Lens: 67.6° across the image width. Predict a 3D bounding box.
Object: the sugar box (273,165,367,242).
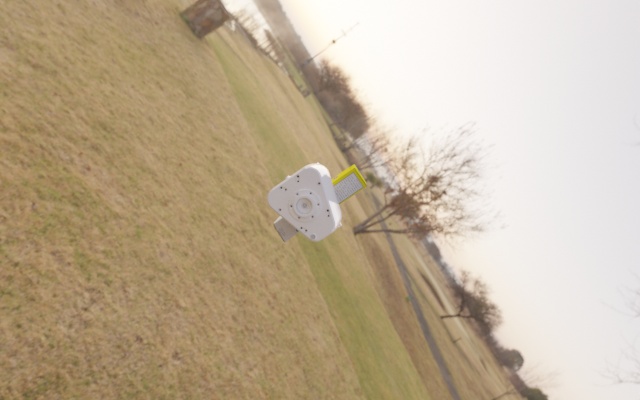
[{"bbox_3d":[0.000,0.002,0.864,0.176,0.048,0.093,-32,4,7],"label":"sugar box"}]
